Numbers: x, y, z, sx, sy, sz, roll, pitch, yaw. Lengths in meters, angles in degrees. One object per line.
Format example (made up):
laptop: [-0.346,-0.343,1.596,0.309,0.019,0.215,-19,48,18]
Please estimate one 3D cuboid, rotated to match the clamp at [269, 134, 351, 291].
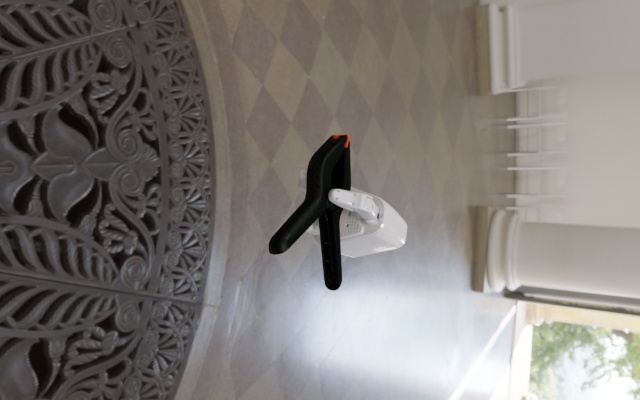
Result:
clamp: [0.001,0.002,0.625,0.036,0.210,0.165,2,-17,30]
